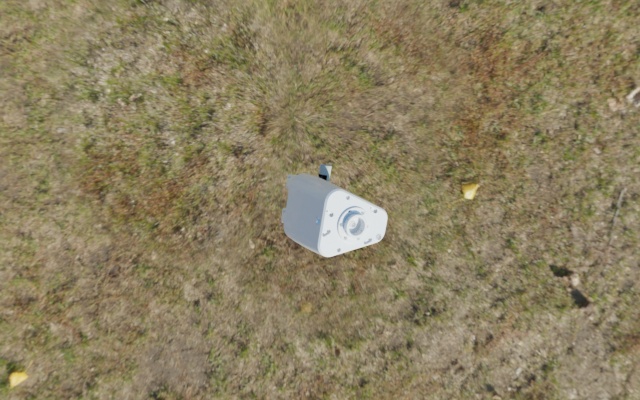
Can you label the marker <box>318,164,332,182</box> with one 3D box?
[{"bbox_3d":[0.000,0.003,0.770,0.020,0.121,0.020,8,9,-1],"label":"marker"}]
